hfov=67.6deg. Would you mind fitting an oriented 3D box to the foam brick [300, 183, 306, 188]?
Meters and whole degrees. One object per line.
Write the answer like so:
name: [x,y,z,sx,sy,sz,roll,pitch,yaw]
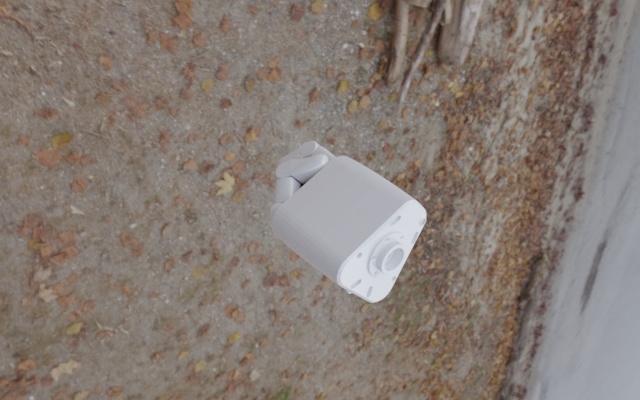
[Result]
foam brick: [0.000,0.002,0.555,0.051,0.053,0.078,35,-1,42]
